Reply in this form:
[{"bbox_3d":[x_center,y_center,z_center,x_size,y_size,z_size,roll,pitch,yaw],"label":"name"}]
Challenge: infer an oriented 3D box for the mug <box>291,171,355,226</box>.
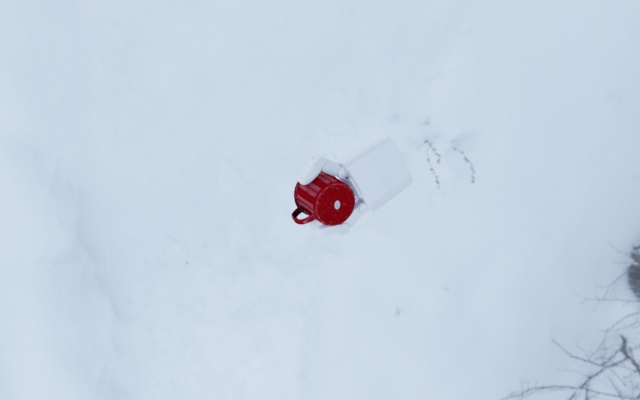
[{"bbox_3d":[-0.001,0.004,0.853,0.117,0.093,0.081,-35,29,-12],"label":"mug"}]
